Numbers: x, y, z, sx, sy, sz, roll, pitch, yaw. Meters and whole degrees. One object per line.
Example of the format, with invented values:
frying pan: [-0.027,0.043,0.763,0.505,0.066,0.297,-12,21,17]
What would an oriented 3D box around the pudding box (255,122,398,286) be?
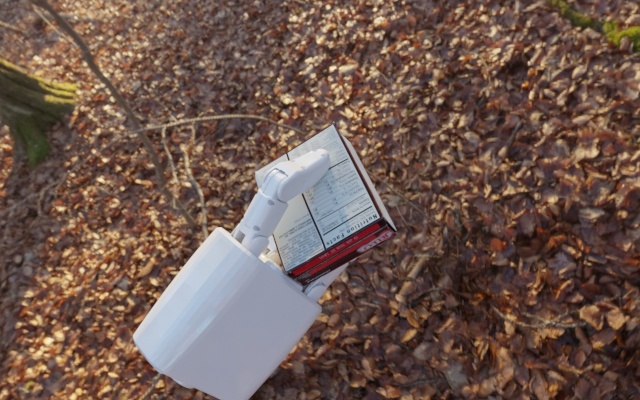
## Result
pudding box: [0.000,0.001,0.400,0.090,0.113,0.039,-30,-34,10]
